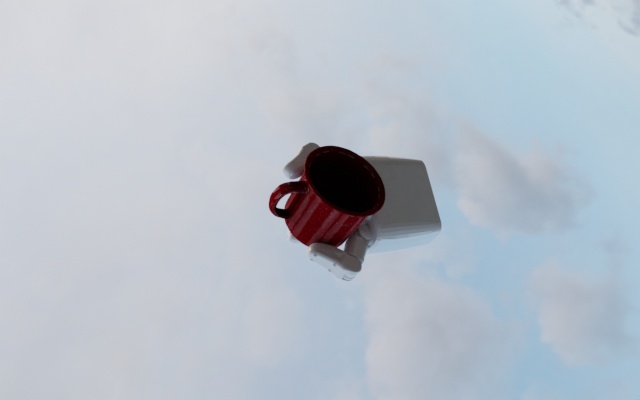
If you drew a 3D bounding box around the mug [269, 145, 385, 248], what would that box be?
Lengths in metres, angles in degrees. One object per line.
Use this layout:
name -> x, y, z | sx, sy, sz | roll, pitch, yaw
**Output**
mug -> -0.001, 0.002, 0.513 | 0.117, 0.093, 0.081 | -1, -35, -31
